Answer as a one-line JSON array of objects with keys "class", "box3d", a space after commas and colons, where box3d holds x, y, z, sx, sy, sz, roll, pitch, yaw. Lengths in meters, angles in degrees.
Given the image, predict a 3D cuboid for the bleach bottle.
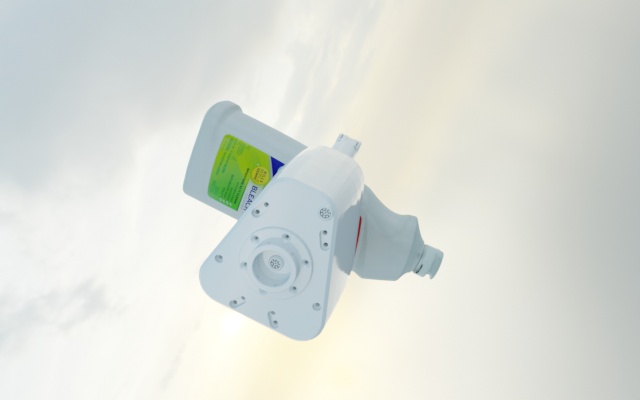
[{"class": "bleach bottle", "box3d": [0.000, 0.002, 0.456, 0.251, 0.102, 0.068, 25, 19, 4]}]
